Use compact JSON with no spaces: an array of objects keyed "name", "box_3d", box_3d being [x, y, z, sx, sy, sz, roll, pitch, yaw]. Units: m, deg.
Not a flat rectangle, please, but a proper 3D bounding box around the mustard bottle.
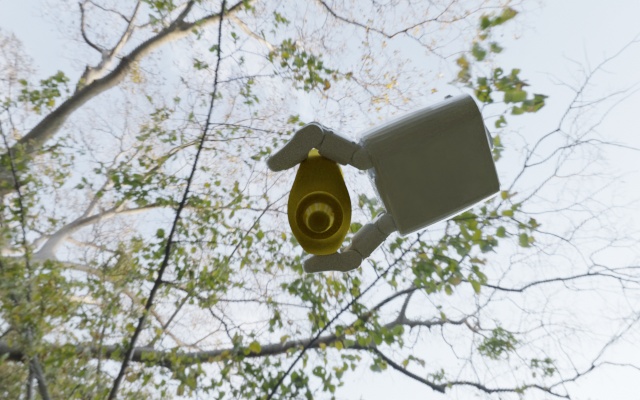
[{"name":"mustard bottle","box_3d":[0.000,0.002,0.471,0.058,0.096,0.191,0,9,0]}]
